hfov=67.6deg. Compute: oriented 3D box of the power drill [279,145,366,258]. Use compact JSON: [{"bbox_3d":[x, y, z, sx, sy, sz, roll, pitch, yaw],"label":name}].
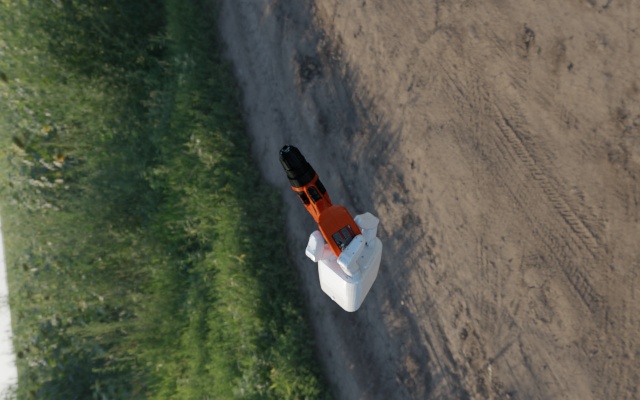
[{"bbox_3d":[0.000,0.003,0.835,0.057,0.184,0.187,-34,36,0],"label":"power drill"}]
